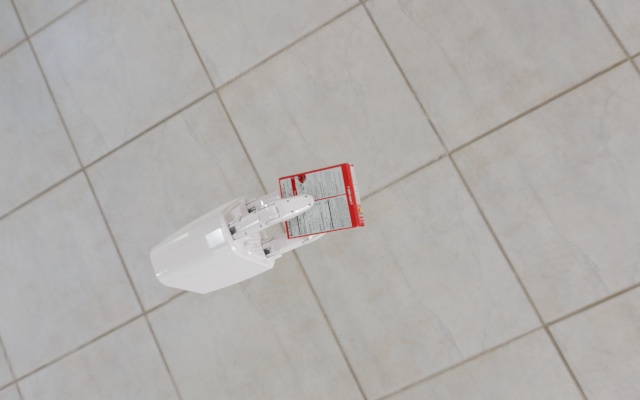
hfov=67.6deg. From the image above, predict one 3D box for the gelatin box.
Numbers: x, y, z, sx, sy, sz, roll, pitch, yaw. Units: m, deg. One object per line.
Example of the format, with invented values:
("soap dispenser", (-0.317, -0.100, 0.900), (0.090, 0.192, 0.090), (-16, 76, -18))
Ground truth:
("gelatin box", (0.000, 0.002, 0.549), (0.089, 0.073, 0.030), (-12, -4, 19))
